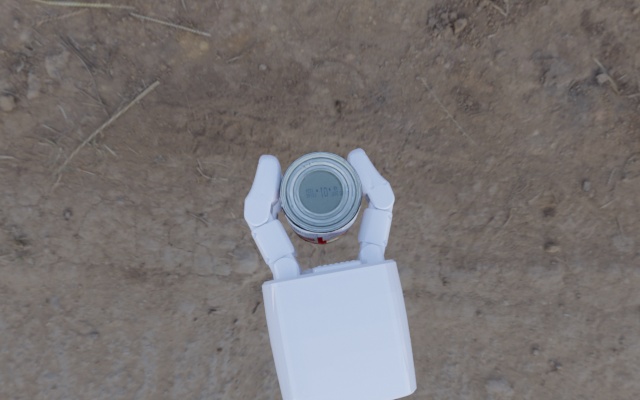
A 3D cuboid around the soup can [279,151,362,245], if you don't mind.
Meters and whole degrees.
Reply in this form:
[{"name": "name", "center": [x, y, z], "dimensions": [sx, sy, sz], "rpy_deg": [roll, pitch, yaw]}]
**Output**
[{"name": "soup can", "center": [0.000, 0.001, 0.423], "dimensions": [0.068, 0.068, 0.102], "rpy_deg": [0, -9, 0]}]
